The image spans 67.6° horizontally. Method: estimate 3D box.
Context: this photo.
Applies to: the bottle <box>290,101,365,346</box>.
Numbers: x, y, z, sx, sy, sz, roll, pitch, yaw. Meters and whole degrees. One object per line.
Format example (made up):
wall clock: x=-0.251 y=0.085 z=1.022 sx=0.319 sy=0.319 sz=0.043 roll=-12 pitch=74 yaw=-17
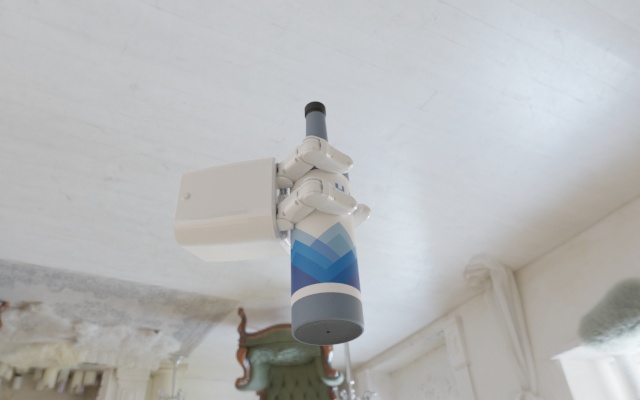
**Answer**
bottle: x=0.000 y=0.002 z=0.518 sx=0.069 sy=0.295 sz=0.069 roll=-2 pitch=-37 yaw=-2
